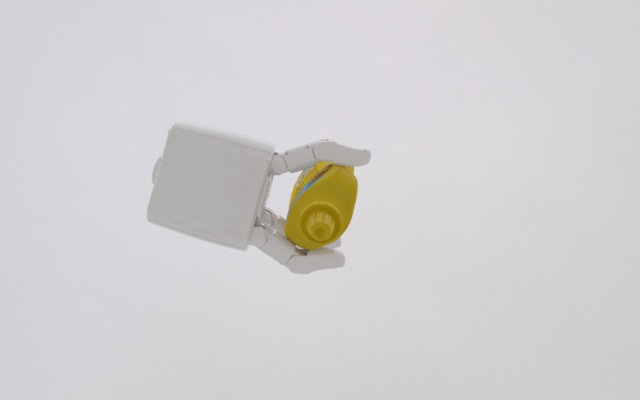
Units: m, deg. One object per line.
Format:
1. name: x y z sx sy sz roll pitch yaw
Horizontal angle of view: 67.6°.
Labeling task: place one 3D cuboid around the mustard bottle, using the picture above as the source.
1. mustard bottle: 0.000 0.002 0.517 0.058 0.096 0.191 39 12 -9
